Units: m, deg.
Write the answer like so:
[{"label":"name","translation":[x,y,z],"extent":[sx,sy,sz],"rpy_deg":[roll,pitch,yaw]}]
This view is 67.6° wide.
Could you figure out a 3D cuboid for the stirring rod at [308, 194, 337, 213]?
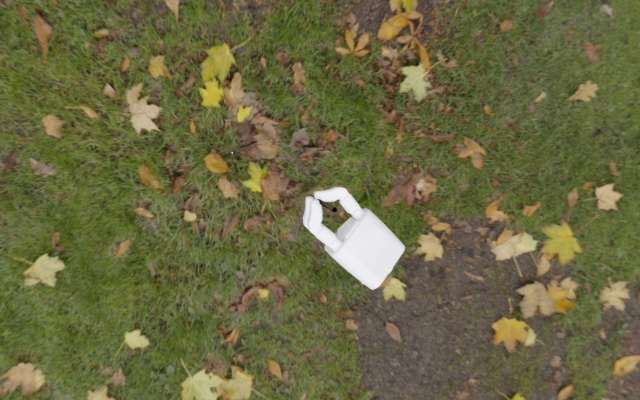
[{"label":"stirring rod","translation":[0.000,0.003,0.848],"extent":[0.011,0.011,0.239],"rpy_deg":[0,6,-10]}]
